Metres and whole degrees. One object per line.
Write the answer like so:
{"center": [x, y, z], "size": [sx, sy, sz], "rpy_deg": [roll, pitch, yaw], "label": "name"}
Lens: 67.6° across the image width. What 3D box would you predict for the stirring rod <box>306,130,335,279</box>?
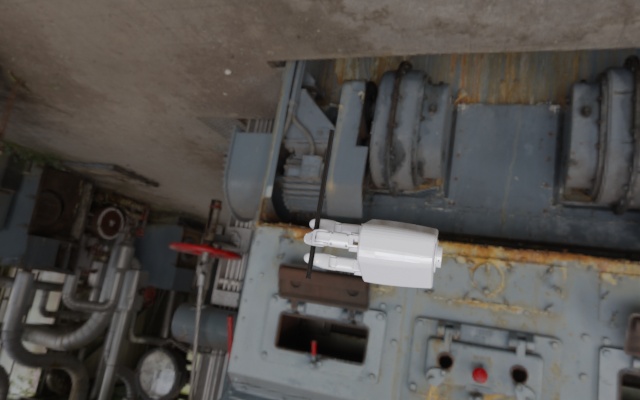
{"center": [0.000, 0.002, 0.750], "size": [0.011, 0.239, 0.011], "rpy_deg": [9, -12, 2], "label": "stirring rod"}
